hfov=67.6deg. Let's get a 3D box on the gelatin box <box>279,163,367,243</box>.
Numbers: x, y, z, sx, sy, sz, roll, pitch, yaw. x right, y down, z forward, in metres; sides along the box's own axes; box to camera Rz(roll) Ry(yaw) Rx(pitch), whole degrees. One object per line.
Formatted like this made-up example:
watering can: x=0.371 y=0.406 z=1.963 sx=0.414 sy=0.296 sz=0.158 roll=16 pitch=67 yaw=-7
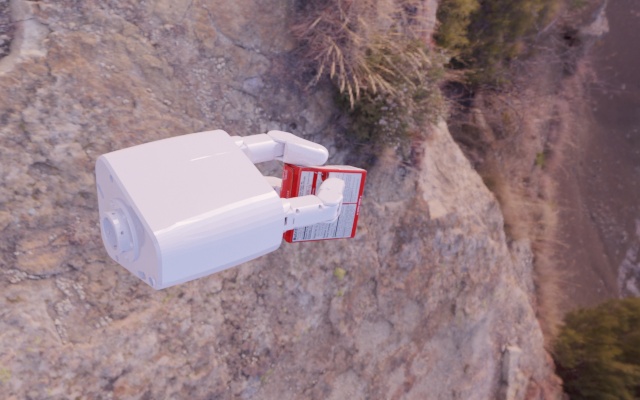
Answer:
gelatin box: x=0.001 y=0.002 z=0.477 sx=0.089 sy=0.073 sz=0.030 roll=-1 pitch=15 yaw=-39
